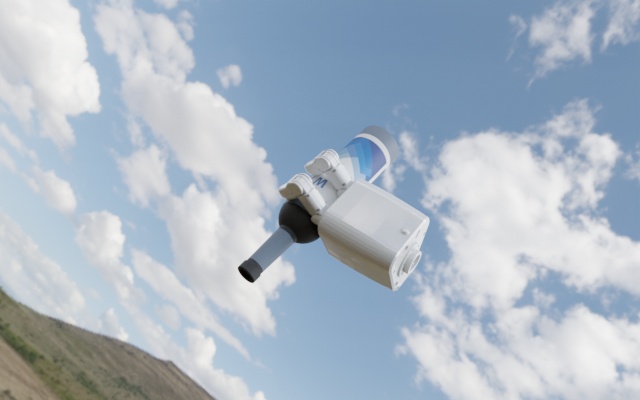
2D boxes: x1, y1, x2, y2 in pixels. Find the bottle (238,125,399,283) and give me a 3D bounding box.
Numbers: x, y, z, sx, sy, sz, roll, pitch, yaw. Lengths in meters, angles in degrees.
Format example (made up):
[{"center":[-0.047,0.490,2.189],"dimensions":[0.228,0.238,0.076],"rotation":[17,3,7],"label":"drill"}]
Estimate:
[{"center":[0.000,0.002,0.650],"dimensions":[0.069,0.069,0.295],"rotation":[0,37,50],"label":"bottle"}]
